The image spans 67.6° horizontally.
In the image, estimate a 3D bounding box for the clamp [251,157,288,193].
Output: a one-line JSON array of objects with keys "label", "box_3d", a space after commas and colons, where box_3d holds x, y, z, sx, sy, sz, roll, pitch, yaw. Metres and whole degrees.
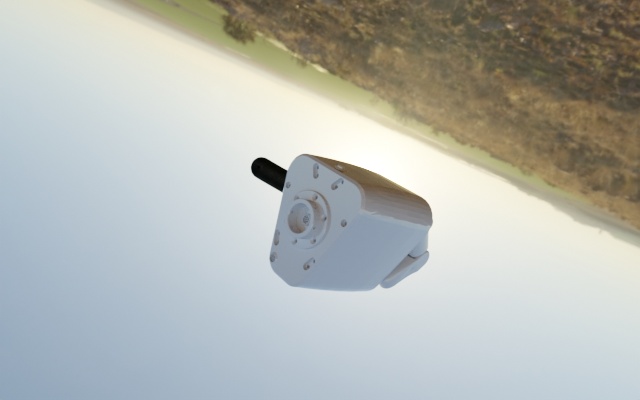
[{"label": "clamp", "box_3d": [0.000, 0.002, 0.535, 0.171, 0.039, 0.120, 32, 12, 39]}]
